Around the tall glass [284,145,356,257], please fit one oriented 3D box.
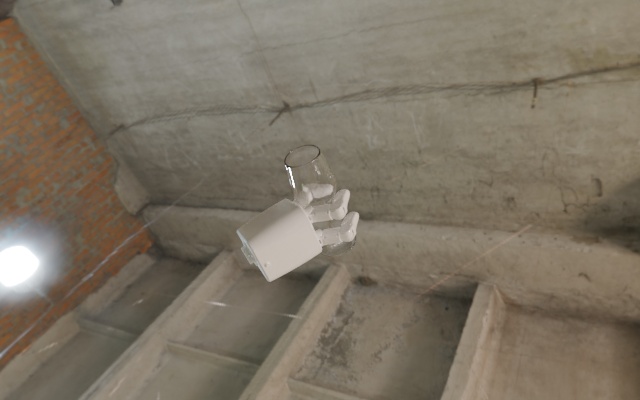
[{"bbox_3d":[0.000,0.003,0.828,0.079,0.201,0.079,-14,36,11],"label":"tall glass"}]
